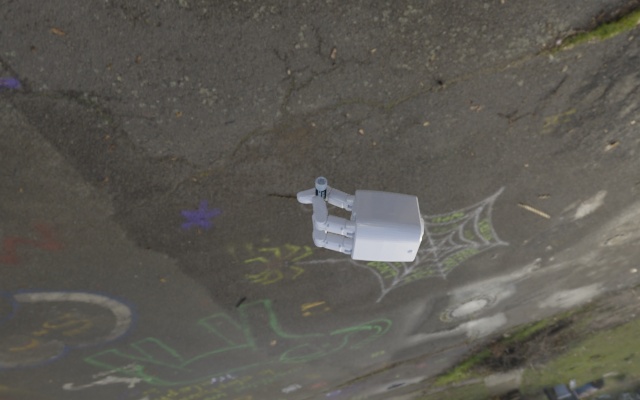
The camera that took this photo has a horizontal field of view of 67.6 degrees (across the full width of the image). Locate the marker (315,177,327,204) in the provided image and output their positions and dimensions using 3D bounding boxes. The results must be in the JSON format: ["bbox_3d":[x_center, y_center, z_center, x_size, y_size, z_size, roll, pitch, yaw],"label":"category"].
[{"bbox_3d":[0.000,0.003,0.821,0.020,0.020,0.121,0,-35,-1],"label":"marker"}]
